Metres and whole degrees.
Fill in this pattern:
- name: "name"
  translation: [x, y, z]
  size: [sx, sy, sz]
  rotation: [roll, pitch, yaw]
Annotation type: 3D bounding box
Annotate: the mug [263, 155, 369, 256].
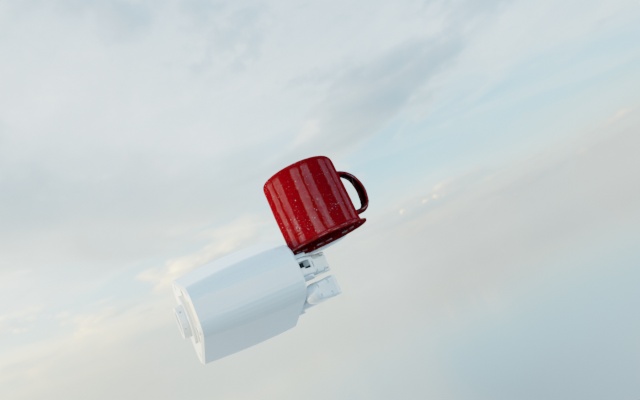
- name: "mug"
  translation: [0.001, 0.001, 0.514]
  size: [0.117, 0.081, 0.093]
  rotation: [-20, -12, -27]
